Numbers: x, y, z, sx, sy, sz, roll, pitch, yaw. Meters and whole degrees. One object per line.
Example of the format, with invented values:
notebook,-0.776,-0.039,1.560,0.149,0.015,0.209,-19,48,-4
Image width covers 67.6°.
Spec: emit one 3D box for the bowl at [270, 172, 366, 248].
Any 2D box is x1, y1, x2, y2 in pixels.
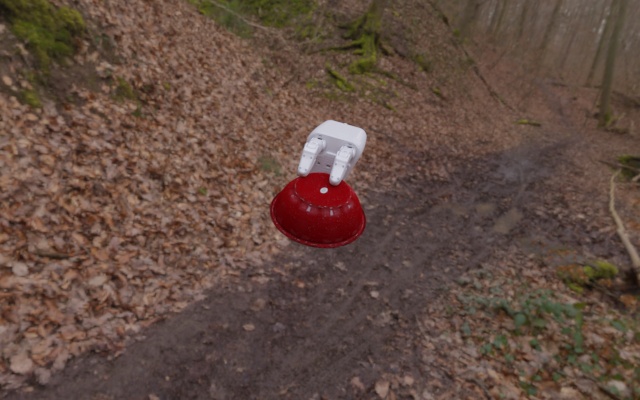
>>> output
bowl,0.000,0.003,0.774,0.162,0.055,0.162,7,39,-5
